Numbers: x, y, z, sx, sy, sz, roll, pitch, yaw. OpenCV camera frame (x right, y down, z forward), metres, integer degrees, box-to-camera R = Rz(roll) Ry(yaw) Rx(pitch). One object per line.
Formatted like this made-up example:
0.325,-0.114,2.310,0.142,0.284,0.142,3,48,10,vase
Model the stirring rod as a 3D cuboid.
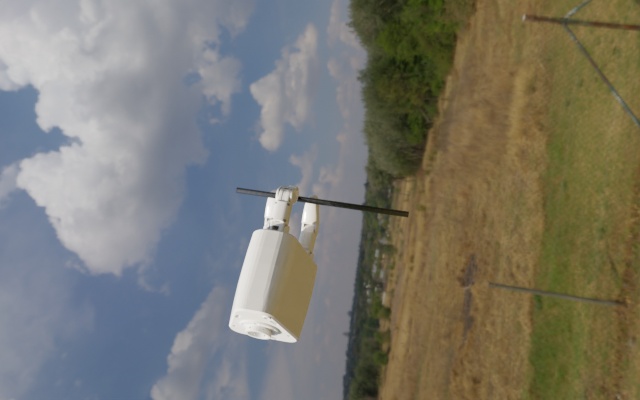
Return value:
0.000,0.002,0.656,0.239,0.011,0.011,8,1,8,stirring rod
